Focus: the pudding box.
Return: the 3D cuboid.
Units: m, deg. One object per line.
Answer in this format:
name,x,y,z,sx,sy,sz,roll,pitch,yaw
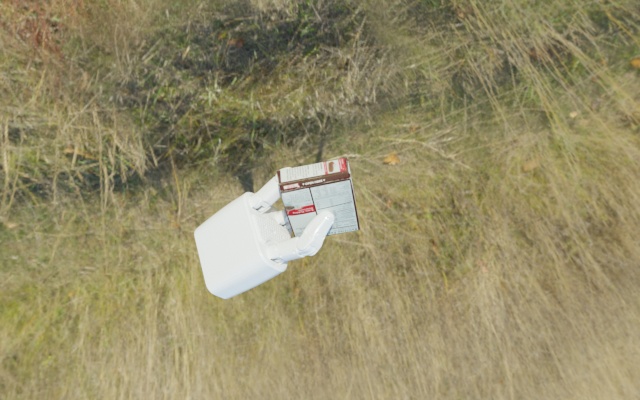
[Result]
pudding box,0.000,0.002,0.608,0.090,0.039,0.114,-11,-37,2
